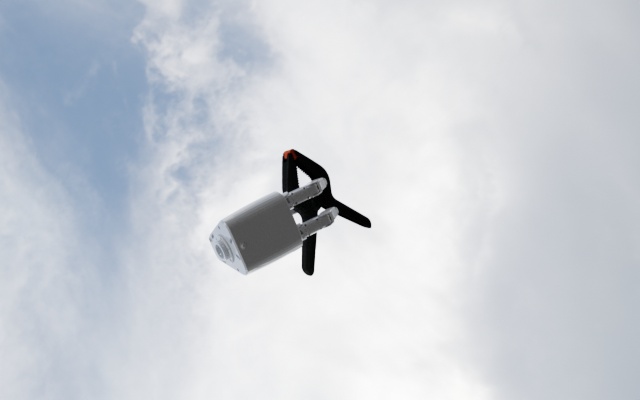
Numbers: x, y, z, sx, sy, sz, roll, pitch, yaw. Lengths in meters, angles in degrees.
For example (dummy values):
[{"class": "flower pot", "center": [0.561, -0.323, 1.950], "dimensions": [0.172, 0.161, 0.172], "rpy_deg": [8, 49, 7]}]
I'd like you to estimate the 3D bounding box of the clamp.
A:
[{"class": "clamp", "center": [-0.001, 0.002, 0.832], "dimensions": [0.164, 0.210, 0.036], "rpy_deg": [-28, 11, -32]}]
